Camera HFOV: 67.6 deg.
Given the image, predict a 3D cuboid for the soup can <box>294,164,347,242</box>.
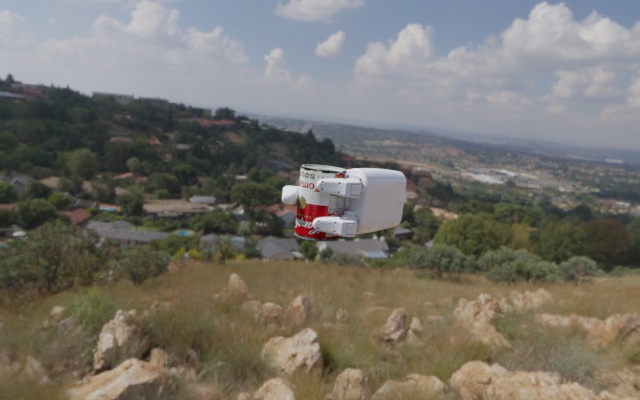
[{"bbox_3d":[0.000,0.002,0.697,0.068,0.102,0.068,6,10,-1],"label":"soup can"}]
